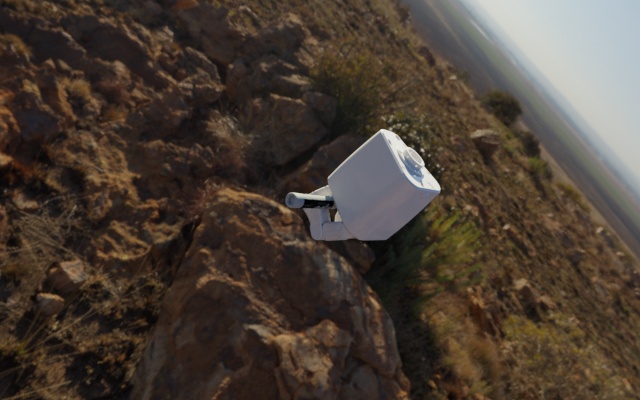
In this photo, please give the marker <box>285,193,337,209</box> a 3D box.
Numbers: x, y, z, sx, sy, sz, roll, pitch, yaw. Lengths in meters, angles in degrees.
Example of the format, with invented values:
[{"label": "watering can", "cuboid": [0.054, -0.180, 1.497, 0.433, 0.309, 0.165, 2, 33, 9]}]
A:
[{"label": "marker", "cuboid": [0.000, 0.002, 0.632, 0.020, 0.020, 0.121, 0, -3, 37]}]
